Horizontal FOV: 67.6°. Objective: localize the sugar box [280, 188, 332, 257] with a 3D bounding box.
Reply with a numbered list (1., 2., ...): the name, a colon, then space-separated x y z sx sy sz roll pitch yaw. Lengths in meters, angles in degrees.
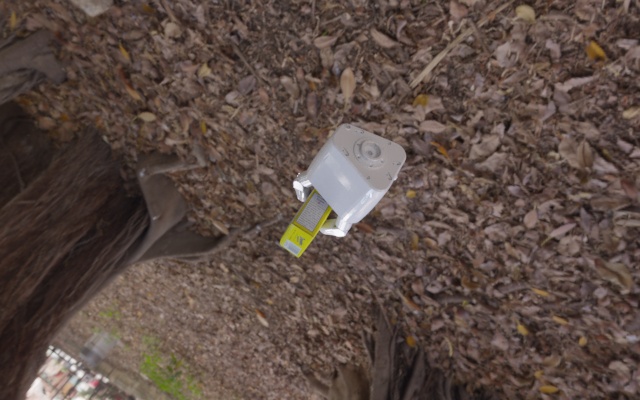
1. sugar box: 0.001 0.003 0.798 0.048 0.176 0.093 35 -31 0
